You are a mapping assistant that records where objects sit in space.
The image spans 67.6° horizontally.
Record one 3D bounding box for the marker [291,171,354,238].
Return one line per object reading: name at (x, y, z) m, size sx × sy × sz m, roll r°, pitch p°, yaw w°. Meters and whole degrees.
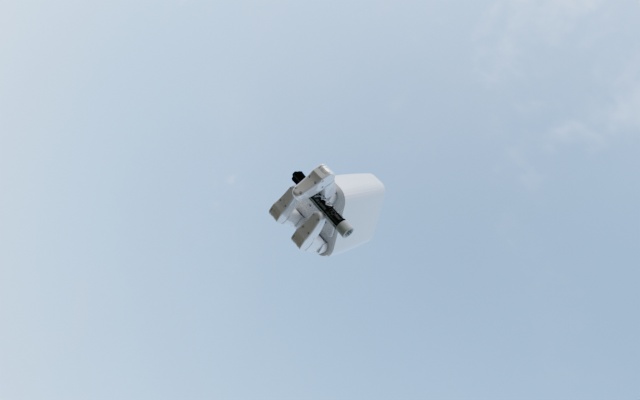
marker at (0.000, 0.002, 0.641) m, size 0.121 × 0.020 × 0.020 m, roll 48°, pitch 26°, yaw 27°
